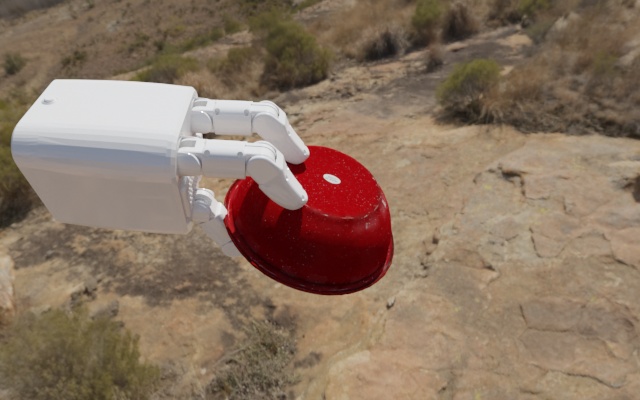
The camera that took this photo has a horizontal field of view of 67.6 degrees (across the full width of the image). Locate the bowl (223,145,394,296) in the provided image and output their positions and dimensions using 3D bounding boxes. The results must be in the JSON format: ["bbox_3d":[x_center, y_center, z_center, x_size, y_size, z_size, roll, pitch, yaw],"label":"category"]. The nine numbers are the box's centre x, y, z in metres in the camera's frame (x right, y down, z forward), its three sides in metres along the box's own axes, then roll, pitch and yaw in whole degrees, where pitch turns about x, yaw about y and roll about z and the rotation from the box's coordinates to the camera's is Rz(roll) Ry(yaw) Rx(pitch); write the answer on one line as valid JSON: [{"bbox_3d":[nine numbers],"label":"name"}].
[{"bbox_3d":[0.001,0.001,0.418,0.162,0.055,0.162,14,40,-12],"label":"bowl"}]
